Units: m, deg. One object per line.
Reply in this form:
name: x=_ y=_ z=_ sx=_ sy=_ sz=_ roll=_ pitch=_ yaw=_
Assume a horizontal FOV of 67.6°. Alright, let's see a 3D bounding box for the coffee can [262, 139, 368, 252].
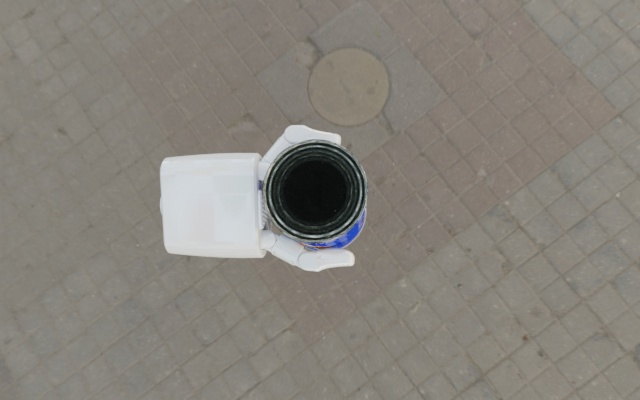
coffee can: x=0.000 y=0.002 z=0.525 sx=0.103 sy=0.103 sz=0.140 roll=0 pitch=-10 yaw=5
